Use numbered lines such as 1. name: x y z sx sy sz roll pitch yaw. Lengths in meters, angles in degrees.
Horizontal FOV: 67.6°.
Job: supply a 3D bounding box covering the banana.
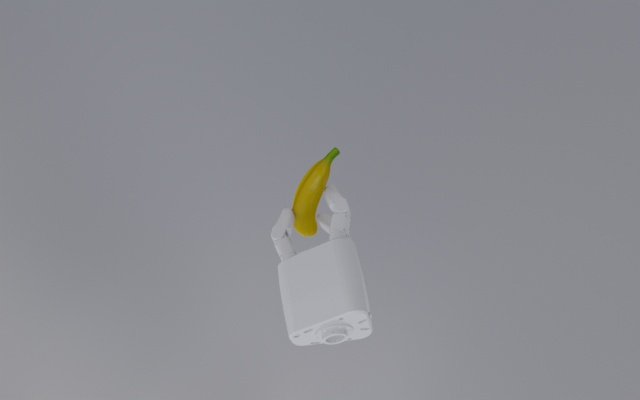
1. banana: -0.014 0.007 0.730 0.069 0.037 0.198 -24 -29 -31
